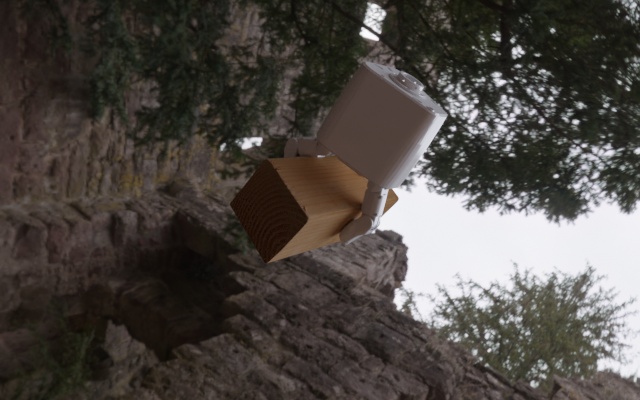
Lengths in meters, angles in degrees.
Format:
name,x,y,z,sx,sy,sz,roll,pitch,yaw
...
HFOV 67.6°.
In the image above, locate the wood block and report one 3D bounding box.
name,x,y,z,sx,sy,sz,roll,pitch,yaw
wood block,0.001,0.002,0.620,0.206,0.090,0.090,-10,-30,-52
